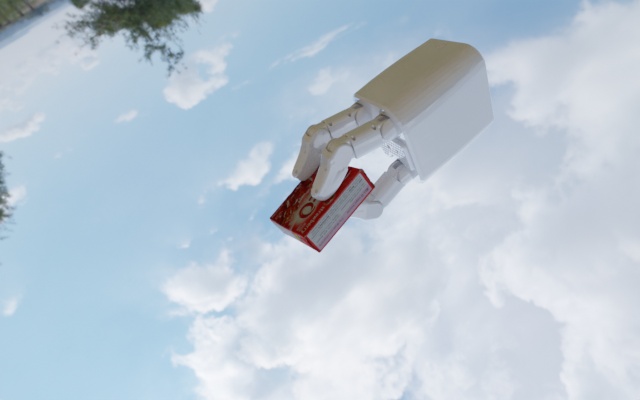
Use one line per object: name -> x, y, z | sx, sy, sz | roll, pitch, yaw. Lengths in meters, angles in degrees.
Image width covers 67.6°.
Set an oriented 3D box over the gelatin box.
gelatin box -> 0.000, 0.002, 0.480 | 0.030, 0.089, 0.073 | 48, -14, -32
